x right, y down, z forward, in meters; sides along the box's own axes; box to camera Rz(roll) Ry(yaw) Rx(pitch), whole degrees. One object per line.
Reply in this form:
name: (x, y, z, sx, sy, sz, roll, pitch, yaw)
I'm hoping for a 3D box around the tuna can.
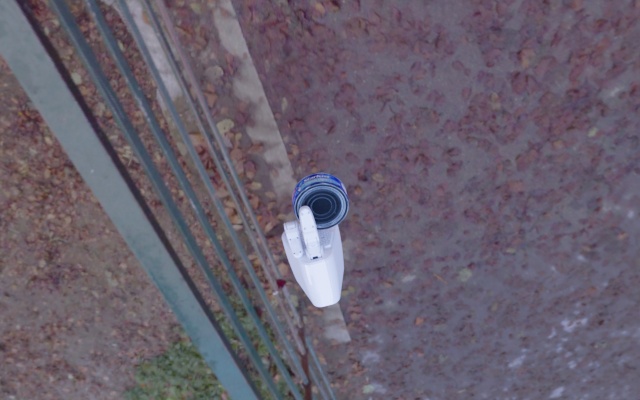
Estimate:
tuna can: (0.000, 0.003, 0.731, 0.086, 0.086, 0.033, 0, 30, -7)
